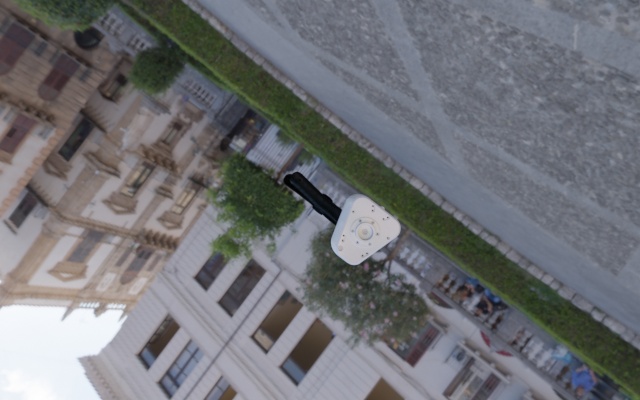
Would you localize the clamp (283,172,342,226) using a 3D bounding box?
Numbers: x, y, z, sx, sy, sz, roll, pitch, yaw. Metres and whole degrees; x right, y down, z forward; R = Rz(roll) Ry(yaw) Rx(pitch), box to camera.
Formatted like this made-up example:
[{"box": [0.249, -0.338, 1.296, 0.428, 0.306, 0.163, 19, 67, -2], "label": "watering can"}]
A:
[{"box": [0.000, 0.003, 0.887, 0.171, 0.039, 0.120, 37, 0, -1], "label": "clamp"}]
